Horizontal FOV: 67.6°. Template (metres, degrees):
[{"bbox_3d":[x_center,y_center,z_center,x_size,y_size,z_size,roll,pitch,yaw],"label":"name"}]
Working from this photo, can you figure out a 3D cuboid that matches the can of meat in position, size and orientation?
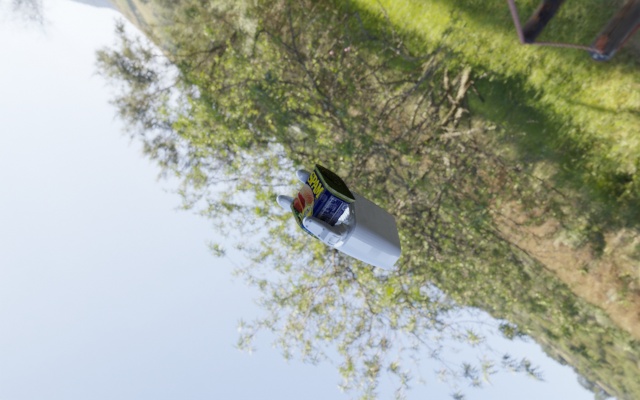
[{"bbox_3d":[0.000,0.003,0.762,0.057,0.084,0.102,27,17,-26],"label":"can of meat"}]
